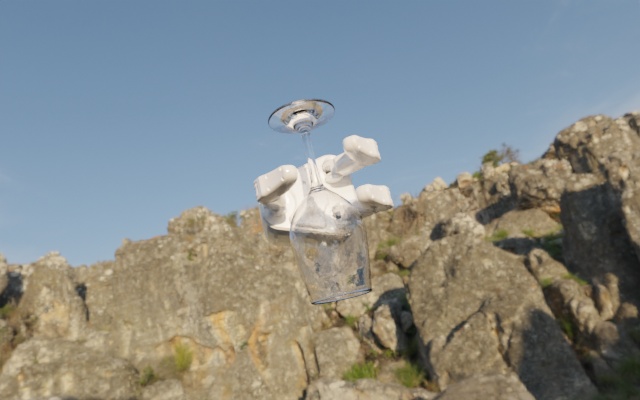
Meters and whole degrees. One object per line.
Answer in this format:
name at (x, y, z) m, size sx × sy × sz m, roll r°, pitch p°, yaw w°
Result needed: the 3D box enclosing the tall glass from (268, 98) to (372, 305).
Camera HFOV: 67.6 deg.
tall glass at (0.000, 0.001, 0.493) m, size 0.079 × 0.201 × 0.079 m, roll -12°, pitch -16°, yaw -3°
